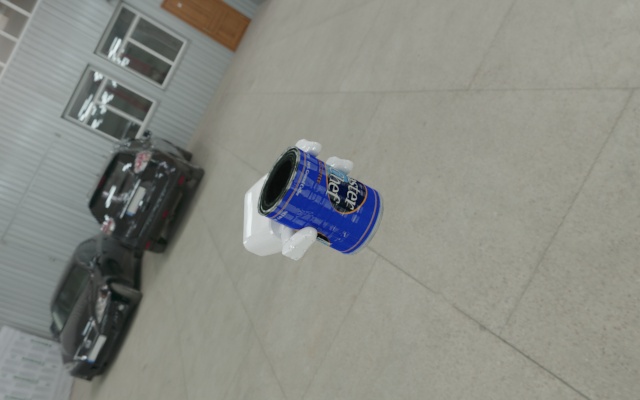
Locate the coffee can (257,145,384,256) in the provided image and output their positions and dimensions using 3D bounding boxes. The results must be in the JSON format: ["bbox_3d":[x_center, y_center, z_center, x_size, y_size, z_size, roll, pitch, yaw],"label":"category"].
[{"bbox_3d":[0.000,0.002,0.651,0.140,0.103,0.103,27,-11,-23],"label":"coffee can"}]
